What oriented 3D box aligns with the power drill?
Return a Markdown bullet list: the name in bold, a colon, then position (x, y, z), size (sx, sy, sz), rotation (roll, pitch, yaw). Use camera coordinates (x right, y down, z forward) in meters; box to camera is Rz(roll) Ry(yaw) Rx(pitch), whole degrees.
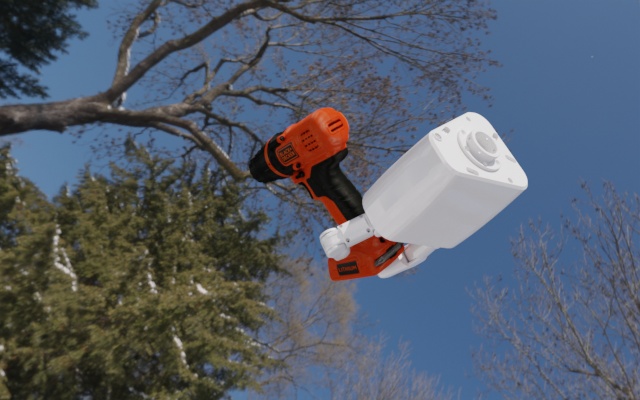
- **power drill**: position (0.001, 0.002, 0.554), size (0.057, 0.187, 0.184), rotation (-36, 8, -32)
